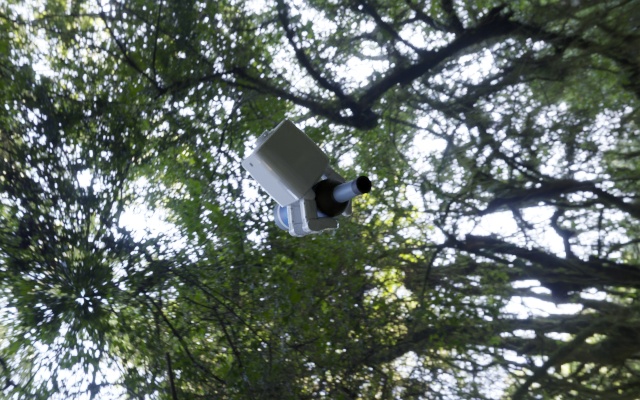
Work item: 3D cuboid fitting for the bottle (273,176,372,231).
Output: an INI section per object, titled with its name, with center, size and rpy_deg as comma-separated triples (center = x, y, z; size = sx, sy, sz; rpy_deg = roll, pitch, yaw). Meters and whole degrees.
[bottle]
center = 0.000, 0.003, 0.832
size = 0.069, 0.069, 0.296
rpy_deg = 0, -10, -26
